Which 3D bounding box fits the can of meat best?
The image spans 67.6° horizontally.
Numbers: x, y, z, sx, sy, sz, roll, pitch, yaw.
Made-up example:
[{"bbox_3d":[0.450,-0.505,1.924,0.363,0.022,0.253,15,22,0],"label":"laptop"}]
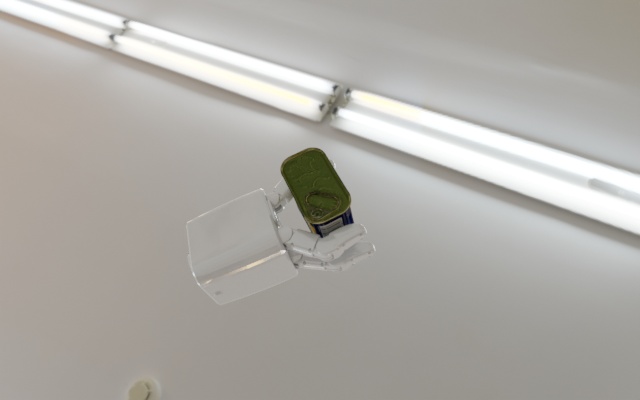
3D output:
[{"bbox_3d":[0.000,0.002,0.575,0.057,0.102,0.084,-26,-33,-5],"label":"can of meat"}]
